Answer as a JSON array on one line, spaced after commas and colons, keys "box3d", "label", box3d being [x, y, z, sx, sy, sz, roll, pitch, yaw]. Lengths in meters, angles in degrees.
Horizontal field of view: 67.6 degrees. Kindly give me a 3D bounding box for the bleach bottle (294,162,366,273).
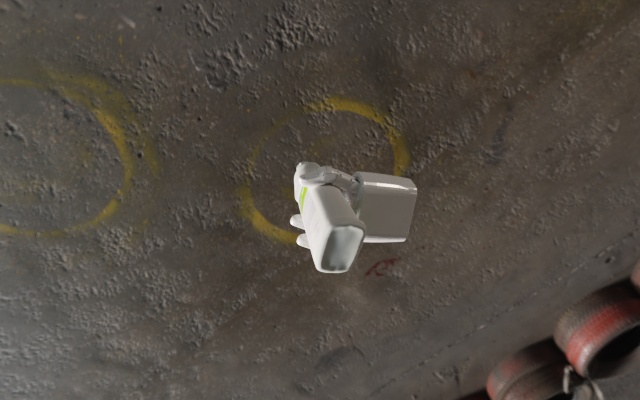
[{"box3d": [0.000, 0.003, 0.800, 0.068, 0.103, 0.250, 4, 33, -20], "label": "bleach bottle"}]
